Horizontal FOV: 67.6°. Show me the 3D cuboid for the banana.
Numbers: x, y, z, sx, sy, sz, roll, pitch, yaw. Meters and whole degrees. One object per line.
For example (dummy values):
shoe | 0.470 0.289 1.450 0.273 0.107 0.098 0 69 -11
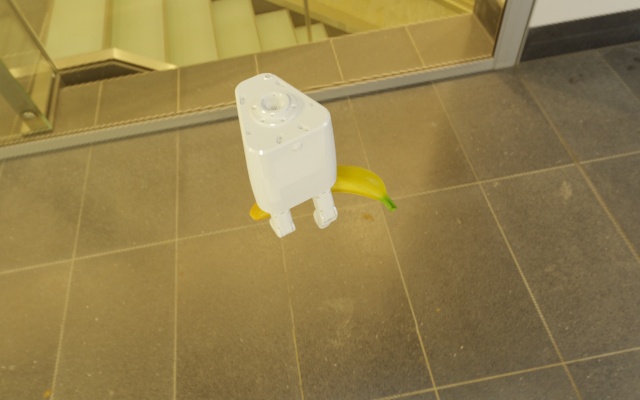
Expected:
banana | 0.002 -0.014 0.647 0.198 0.069 0.037 -5 -31 -2
